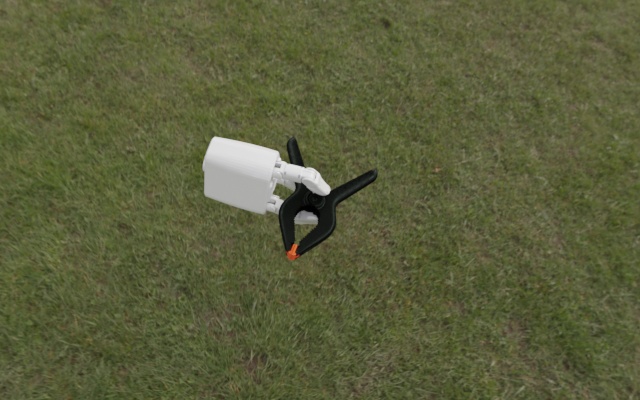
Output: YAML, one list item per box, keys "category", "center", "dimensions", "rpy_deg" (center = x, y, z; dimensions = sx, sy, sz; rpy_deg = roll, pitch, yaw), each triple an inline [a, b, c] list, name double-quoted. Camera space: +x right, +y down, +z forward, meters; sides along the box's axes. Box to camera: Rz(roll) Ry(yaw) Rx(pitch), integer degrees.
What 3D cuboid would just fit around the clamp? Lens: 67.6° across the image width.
- category: "clamp"
  center: [0.000, 0.003, 0.784]
  dimensions: [0.164, 0.210, 0.036]
  rpy_deg: [15, -25, 1]
